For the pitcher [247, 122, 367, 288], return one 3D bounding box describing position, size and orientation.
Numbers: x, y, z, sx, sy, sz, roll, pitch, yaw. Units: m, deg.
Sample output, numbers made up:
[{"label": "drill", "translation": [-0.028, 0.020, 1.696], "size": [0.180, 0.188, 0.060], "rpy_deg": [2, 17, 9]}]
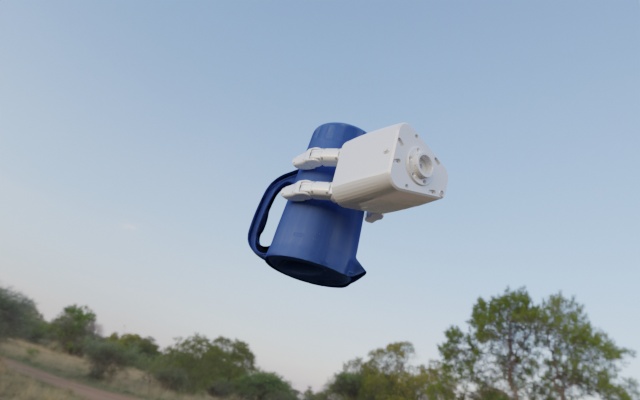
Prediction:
[{"label": "pitcher", "translation": [0.000, 0.002, 0.744], "size": [0.149, 0.242, 0.145], "rpy_deg": [28, -26, -28]}]
